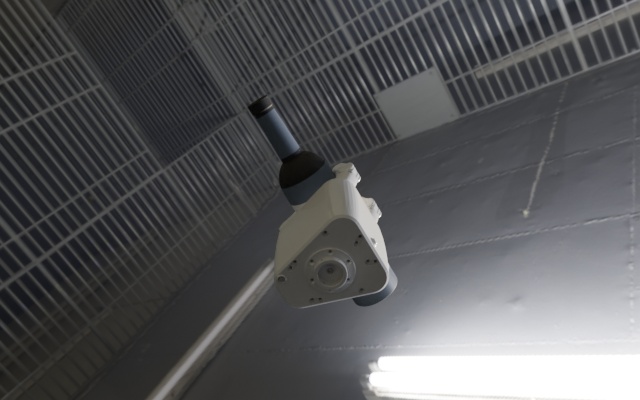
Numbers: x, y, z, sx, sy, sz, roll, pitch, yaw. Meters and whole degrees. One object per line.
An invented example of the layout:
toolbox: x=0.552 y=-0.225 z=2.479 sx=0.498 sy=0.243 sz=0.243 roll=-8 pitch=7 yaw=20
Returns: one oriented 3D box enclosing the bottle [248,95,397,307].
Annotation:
bottle: x=0.000 y=0.002 z=0.604 sx=0.069 sy=0.296 sz=0.069 roll=-29 pitch=17 yaw=10
